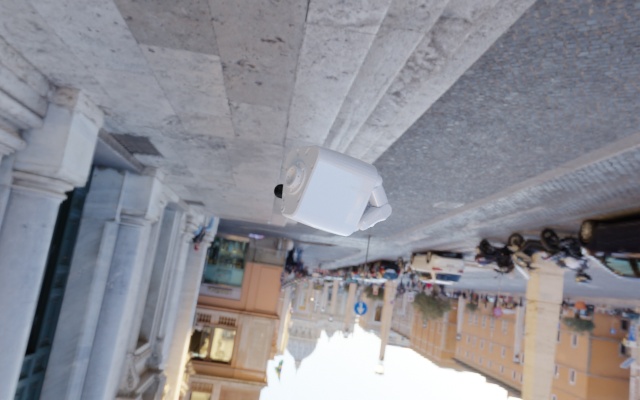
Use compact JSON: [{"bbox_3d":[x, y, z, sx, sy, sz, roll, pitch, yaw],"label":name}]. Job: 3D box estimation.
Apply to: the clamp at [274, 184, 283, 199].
[{"bbox_3d":[0.000,0.003,0.811,0.120,0.039,0.171,22,-15,-32],"label":"clamp"}]
